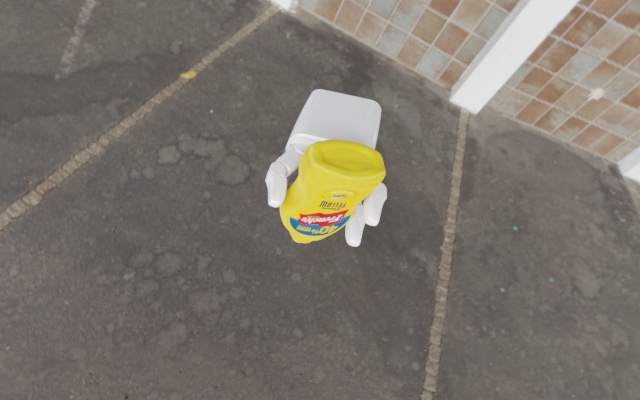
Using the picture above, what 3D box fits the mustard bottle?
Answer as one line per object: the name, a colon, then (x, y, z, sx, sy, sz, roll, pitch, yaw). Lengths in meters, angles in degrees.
mustard bottle: (0.000, 0.002, 0.610, 0.096, 0.058, 0.192, 3, -33, -22)
